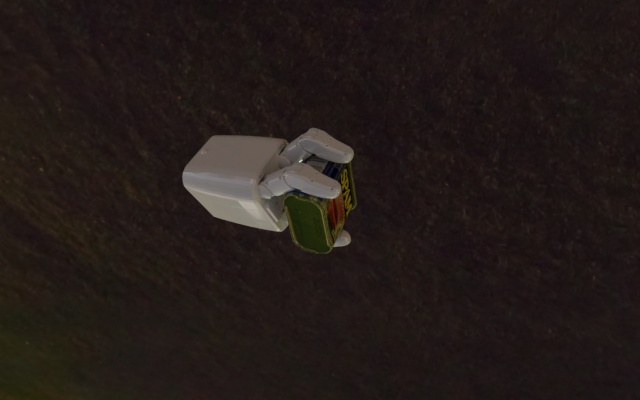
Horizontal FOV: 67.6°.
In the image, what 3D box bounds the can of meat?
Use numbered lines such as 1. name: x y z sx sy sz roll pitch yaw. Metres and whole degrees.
1. can of meat: 0.000 0.002 0.574 0.057 0.102 0.084 11 48 21
